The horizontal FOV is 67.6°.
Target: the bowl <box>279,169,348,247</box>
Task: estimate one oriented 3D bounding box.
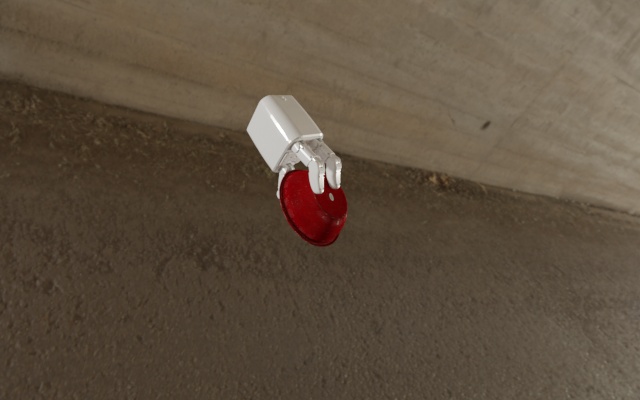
[{"bbox_3d":[0.001,0.004,0.898,0.055,0.162,0.162,-30,-19,36],"label":"bowl"}]
